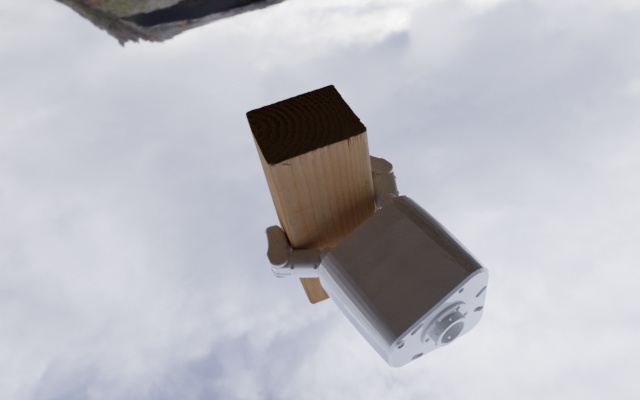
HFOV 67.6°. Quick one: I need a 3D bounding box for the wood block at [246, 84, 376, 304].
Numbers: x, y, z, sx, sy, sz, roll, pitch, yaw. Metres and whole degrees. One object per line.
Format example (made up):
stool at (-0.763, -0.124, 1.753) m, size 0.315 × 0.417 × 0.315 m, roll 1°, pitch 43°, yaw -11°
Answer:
wood block at (0.000, 0.002, 0.491) m, size 0.091 × 0.206 × 0.090 m, roll -20°, pitch 45°, yaw -8°
